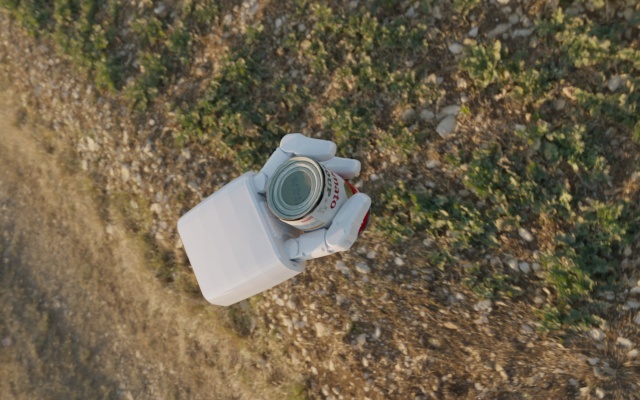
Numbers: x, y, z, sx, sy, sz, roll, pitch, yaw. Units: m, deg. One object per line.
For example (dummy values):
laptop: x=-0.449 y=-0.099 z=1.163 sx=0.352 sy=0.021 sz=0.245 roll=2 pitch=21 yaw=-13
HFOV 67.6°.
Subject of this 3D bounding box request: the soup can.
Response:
soup can: x=0.000 y=0.001 z=0.494 sx=0.068 sy=0.068 sz=0.102 roll=0 pitch=-17 yaw=32
